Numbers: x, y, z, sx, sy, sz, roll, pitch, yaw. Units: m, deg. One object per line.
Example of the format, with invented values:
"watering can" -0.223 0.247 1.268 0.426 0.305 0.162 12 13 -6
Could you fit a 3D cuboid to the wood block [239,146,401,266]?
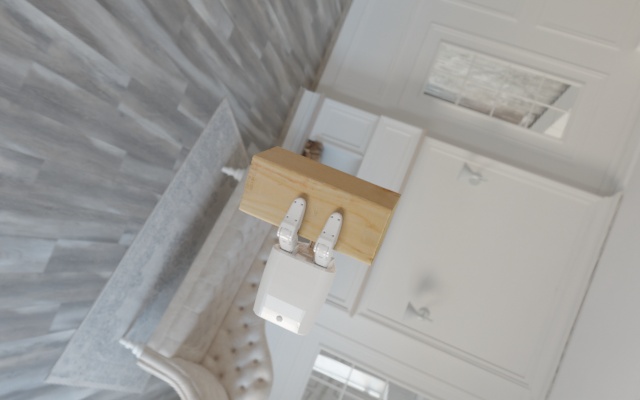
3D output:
"wood block" 0.000 0.003 0.696 0.206 0.090 0.091 22 19 11
